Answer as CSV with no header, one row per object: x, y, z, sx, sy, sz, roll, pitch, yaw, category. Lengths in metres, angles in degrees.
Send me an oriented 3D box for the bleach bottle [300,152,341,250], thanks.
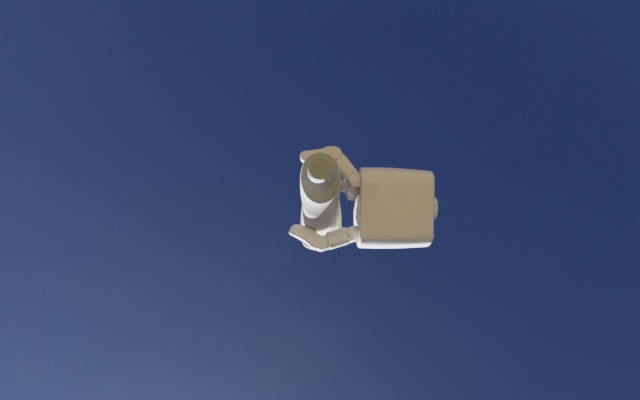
0.000,0.002,0.693,0.068,0.102,0.251,0,-15,0,bleach bottle
